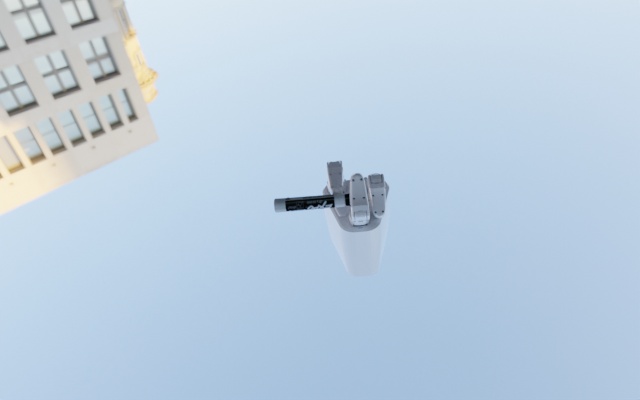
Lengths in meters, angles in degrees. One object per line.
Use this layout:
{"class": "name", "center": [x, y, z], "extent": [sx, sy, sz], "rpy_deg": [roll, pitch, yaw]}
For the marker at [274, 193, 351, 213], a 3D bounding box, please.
{"class": "marker", "center": [0.000, 0.002, 0.625], "extent": [0.121, 0.020, 0.020], "rpy_deg": [-5, 0, 4]}
